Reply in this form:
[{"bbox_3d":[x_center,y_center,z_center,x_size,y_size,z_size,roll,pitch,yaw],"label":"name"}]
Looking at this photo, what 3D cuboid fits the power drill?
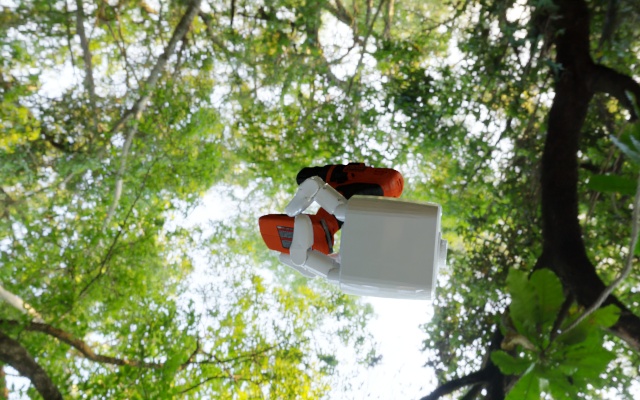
[{"bbox_3d":[0.000,0.002,0.672,0.184,0.057,0.187,4,32,38],"label":"power drill"}]
